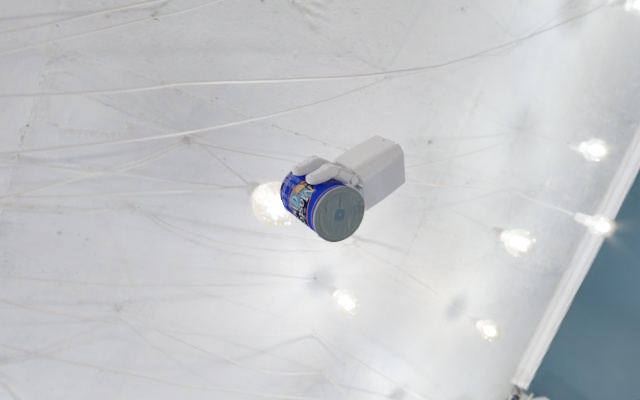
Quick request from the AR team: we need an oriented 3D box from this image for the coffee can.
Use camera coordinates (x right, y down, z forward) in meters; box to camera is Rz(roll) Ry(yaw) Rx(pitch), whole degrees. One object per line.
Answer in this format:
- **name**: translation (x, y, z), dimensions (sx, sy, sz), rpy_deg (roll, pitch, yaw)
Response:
- **coffee can**: translation (0.000, 0.003, 0.877), dimensions (0.103, 0.103, 0.140), rpy_deg (0, 19, -32)
